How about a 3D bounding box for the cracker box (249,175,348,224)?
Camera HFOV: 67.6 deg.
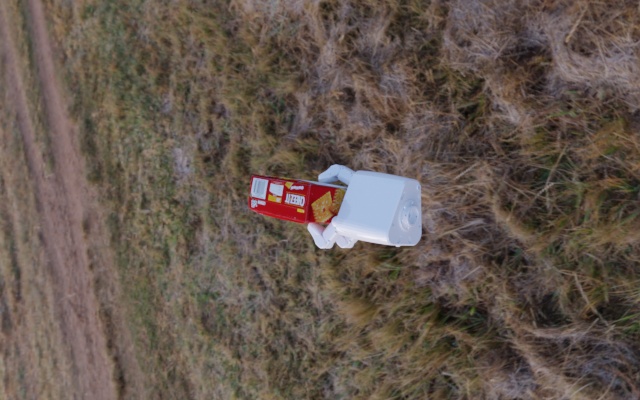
[{"bbox_3d":[0.000,0.003,0.885,0.214,0.072,0.164,6,3,-45],"label":"cracker box"}]
